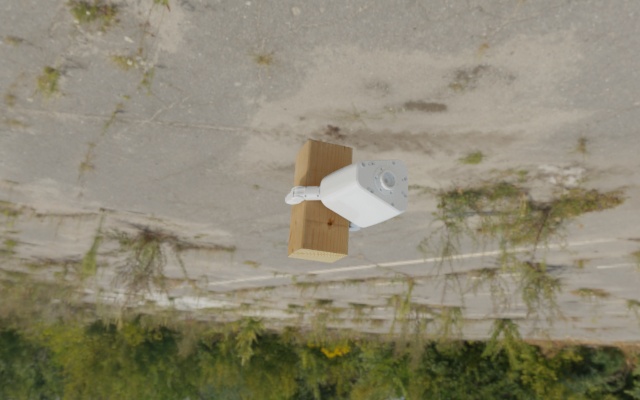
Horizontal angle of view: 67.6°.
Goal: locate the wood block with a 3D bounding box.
[{"bbox_3d":[0.000,0.003,0.895,0.091,0.206,0.090,10,-19,-17],"label":"wood block"}]
